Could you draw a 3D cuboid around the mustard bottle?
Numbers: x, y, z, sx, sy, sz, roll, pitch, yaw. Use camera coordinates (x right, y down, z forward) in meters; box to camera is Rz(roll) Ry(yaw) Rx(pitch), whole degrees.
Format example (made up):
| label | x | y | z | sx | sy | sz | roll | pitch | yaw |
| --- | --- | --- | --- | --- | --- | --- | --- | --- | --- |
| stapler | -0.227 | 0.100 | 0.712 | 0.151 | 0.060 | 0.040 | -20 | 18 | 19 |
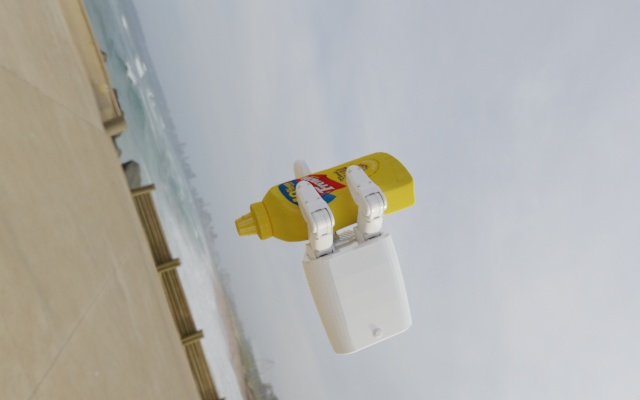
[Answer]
| label | x | y | z | sx | sy | sz | roll | pitch | yaw |
| --- | --- | --- | --- | --- | --- | --- | --- | --- | --- |
| mustard bottle | 0.000 | 0.001 | 0.528 | 0.191 | 0.058 | 0.096 | -18 | 31 | -14 |
